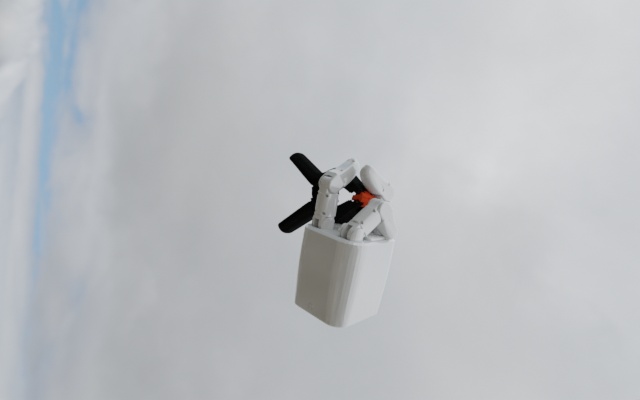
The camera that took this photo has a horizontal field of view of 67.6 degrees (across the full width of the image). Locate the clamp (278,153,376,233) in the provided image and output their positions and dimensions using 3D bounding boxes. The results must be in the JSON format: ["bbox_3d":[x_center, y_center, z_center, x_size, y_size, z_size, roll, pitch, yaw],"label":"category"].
[{"bbox_3d":[0.001,0.002,0.663,0.039,0.120,0.171,5,9,-40],"label":"clamp"}]
